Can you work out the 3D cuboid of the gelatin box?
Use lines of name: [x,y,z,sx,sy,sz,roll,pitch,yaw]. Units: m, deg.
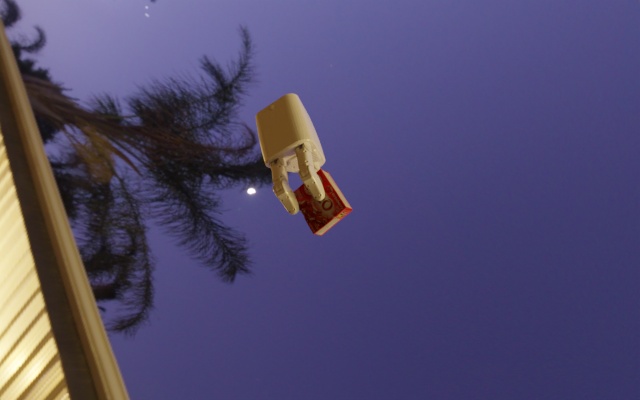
gelatin box: [0.001,0.003,0.802,0.073,0.089,0.030,-40,-26,16]
